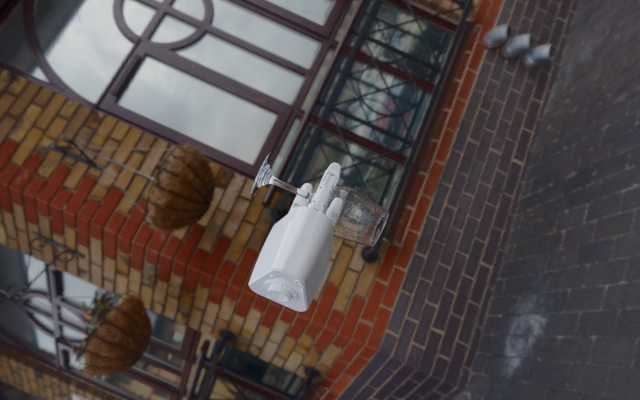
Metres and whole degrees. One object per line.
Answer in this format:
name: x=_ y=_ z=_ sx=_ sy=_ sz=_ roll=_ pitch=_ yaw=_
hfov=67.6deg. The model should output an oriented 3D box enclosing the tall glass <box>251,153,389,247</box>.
tall glass: x=0.000 y=0.002 z=0.727 sx=0.201 sy=0.079 sz=0.079 roll=24 pitch=0 yaw=-1
